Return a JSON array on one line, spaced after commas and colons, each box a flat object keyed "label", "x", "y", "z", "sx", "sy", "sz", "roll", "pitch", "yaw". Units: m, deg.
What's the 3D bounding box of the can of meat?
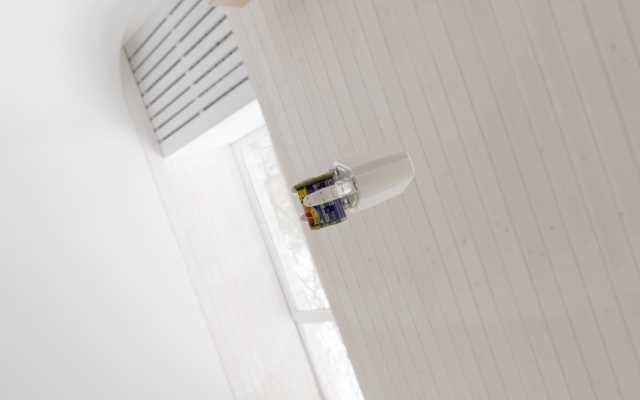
[{"label": "can of meat", "x": 0.000, "y": 0.003, "z": 0.818, "sx": 0.057, "sy": 0.084, "sz": 0.102, "roll": -21, "pitch": 1, "yaw": -14}]
